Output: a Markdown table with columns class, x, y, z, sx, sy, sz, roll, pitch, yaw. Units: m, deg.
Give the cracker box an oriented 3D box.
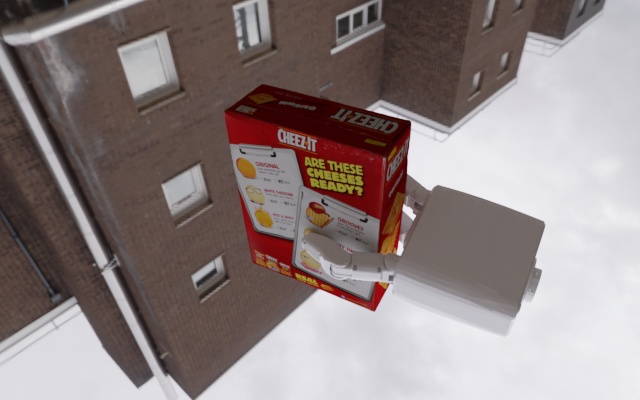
| class | x | y | z | sx | sy | sz | roll | pitch | yaw |
| --- | --- | --- | --- | --- | --- | --- | --- | --- | --- |
| cracker box | 0.000 | 0.002 | 0.498 | 0.164 | 0.214 | 0.072 | 19 | 45 | 22 |
